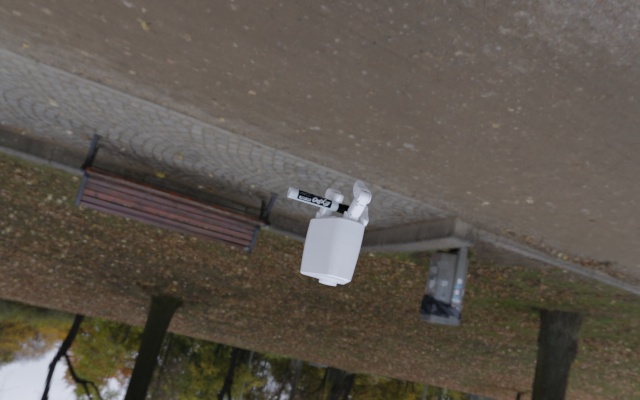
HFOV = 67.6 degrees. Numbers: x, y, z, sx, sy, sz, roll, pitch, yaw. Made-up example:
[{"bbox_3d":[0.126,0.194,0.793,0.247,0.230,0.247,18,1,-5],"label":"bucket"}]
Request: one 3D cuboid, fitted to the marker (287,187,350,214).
[{"bbox_3d":[0.000,0.003,0.851,0.121,0.020,0.020,18,-5,-16],"label":"marker"}]
